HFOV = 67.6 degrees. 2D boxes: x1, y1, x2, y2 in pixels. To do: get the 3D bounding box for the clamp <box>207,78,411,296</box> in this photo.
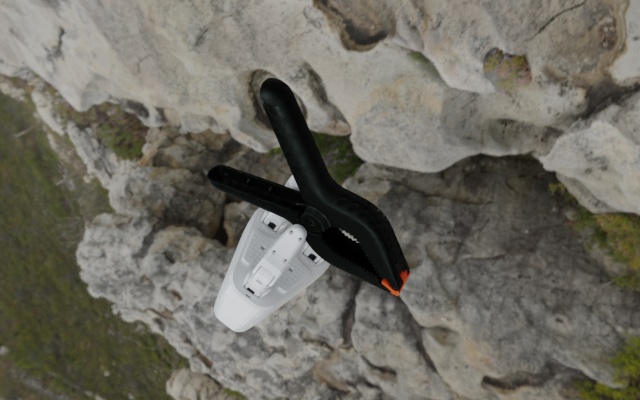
[{"bbox_3d":[0.000,0.002,0.411,0.210,0.036,0.165,38,-34,0],"label":"clamp"}]
